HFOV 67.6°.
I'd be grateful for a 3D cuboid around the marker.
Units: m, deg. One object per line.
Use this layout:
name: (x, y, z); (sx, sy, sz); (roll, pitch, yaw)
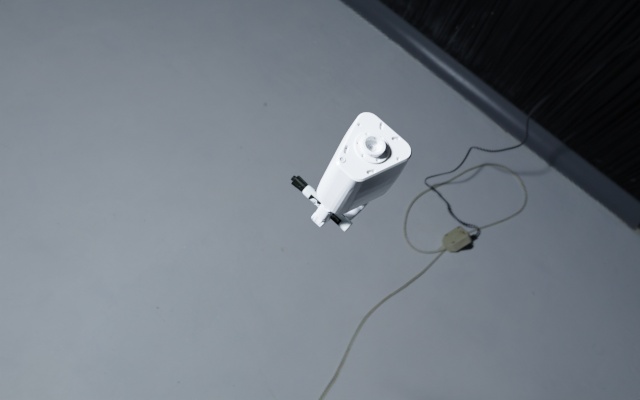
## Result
marker: (0.000, 0.003, 0.757); (0.121, 0.020, 0.020); (42, 6, 7)
